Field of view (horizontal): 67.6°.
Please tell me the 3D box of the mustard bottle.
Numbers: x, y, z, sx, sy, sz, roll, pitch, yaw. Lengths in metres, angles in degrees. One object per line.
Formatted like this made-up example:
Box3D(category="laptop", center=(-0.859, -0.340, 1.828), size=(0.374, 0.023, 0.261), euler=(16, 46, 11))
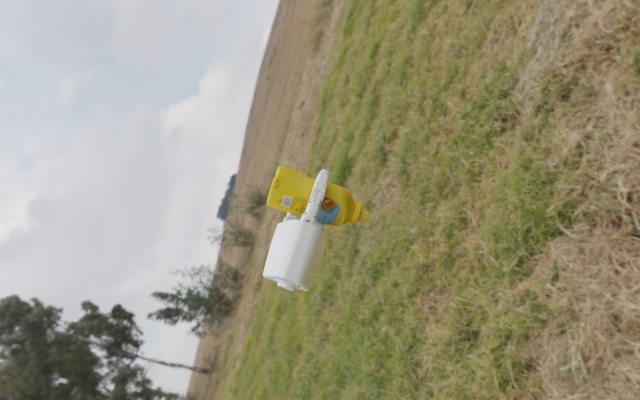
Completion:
Box3D(category="mustard bottle", center=(0.000, 0.003, 0.897), size=(0.191, 0.058, 0.096), euler=(19, -40, -4))
